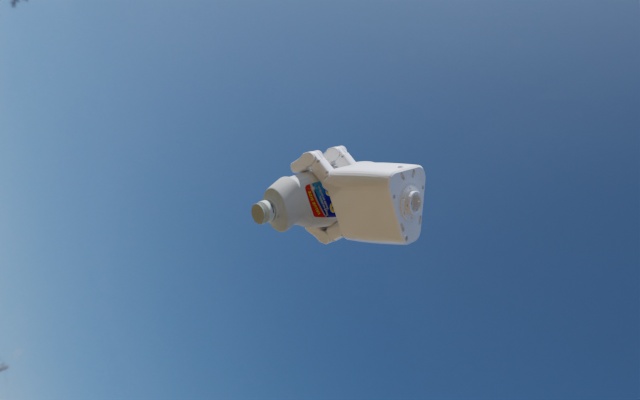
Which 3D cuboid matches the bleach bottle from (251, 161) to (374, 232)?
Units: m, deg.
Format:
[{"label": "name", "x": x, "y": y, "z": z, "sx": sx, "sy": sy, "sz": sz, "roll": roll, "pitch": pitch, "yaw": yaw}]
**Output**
[{"label": "bleach bottle", "x": 0.000, "y": 0.002, "z": 0.740, "sx": 0.068, "sy": 0.102, "sz": 0.251, "roll": 4, "pitch": 14, "yaw": 43}]
